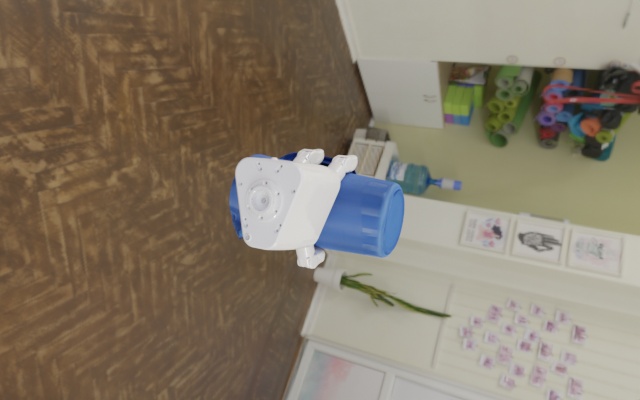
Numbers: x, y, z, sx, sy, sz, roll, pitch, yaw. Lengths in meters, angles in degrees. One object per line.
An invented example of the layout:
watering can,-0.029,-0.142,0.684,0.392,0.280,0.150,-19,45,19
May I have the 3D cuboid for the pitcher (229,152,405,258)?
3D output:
pitcher,0.000,0.002,0.722,0.243,0.149,0.145,10,2,24
